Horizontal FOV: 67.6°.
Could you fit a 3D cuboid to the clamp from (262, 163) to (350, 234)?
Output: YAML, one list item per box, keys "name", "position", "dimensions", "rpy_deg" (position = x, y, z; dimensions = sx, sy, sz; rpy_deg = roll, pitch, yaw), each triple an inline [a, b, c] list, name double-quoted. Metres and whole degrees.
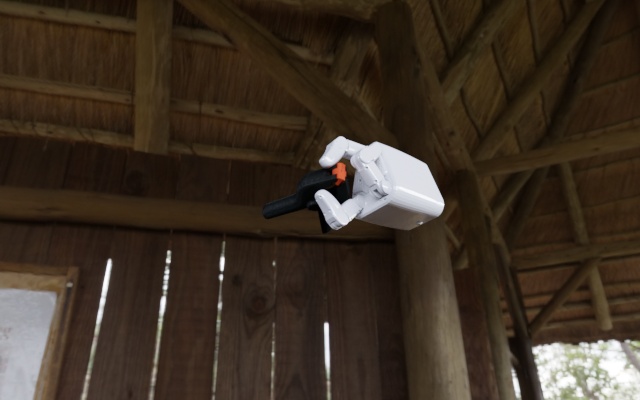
- name: "clamp"
  position: [0.000, 0.002, 0.729]
  dimensions: [0.120, 0.039, 0.171]
  rpy_deg: [16, -32, -32]
